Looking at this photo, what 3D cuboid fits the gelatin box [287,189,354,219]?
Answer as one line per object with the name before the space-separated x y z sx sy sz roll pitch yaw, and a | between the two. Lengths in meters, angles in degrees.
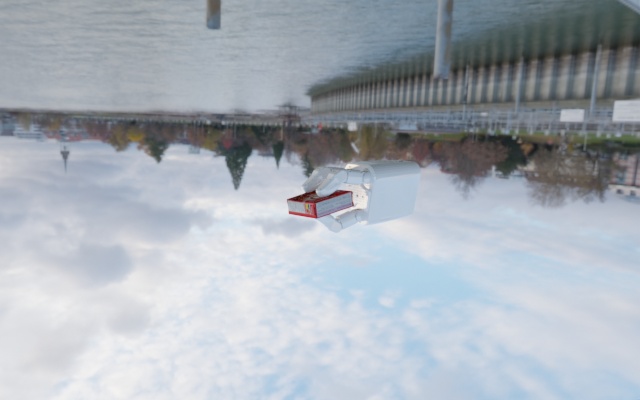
gelatin box | 0.000 0.003 0.802 0.089 0.030 0.073 -18 17 -39
